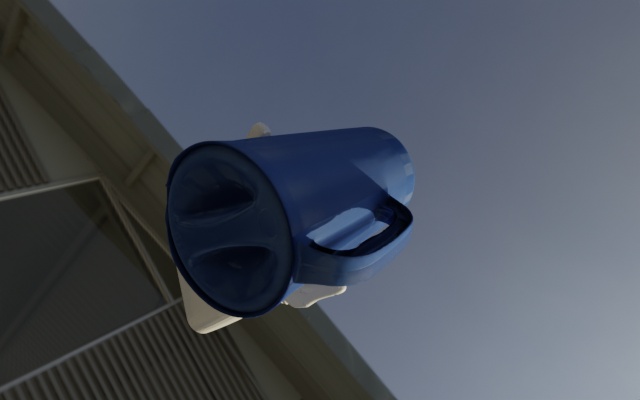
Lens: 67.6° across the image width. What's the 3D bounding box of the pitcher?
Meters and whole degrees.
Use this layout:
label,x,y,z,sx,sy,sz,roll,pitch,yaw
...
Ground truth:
label,x,y,z,sx,sy,sz,roll,pitch,yaw
pitcher,0.000,0.001,0.432,0.145,0.149,0.243,-36,-9,37
